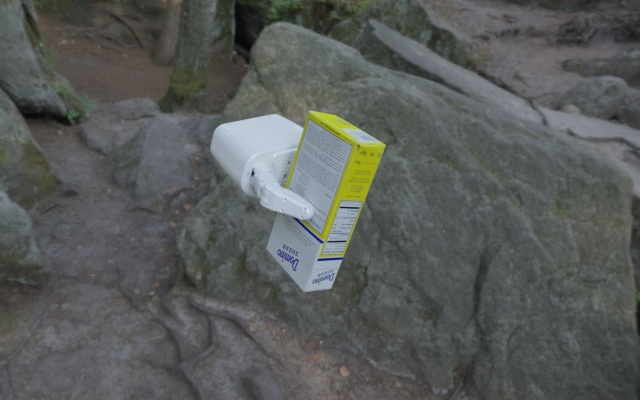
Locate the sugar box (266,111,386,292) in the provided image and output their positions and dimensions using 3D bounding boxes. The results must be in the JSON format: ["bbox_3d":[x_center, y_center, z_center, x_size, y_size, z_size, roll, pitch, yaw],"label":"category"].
[{"bbox_3d":[0.000,0.002,0.526,0.048,0.176,0.093,-1,28,-37],"label":"sugar box"}]
